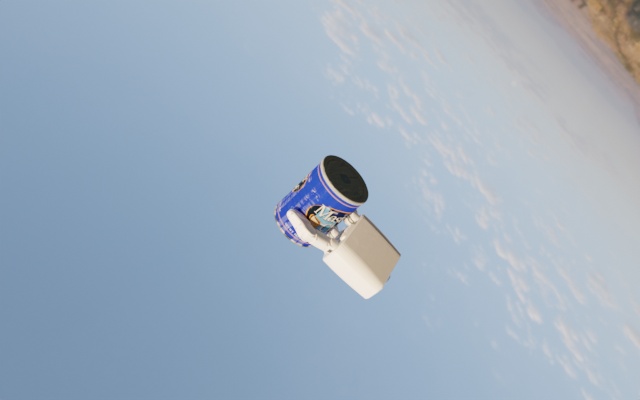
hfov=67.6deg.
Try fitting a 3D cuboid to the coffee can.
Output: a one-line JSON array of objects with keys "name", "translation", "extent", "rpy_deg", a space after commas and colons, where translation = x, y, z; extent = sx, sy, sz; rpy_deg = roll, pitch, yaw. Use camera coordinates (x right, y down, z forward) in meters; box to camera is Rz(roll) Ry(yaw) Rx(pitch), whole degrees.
[{"name": "coffee can", "translation": [0.000, 0.003, 0.843], "extent": [0.103, 0.102, 0.140], "rpy_deg": [0, -35, -50]}]
